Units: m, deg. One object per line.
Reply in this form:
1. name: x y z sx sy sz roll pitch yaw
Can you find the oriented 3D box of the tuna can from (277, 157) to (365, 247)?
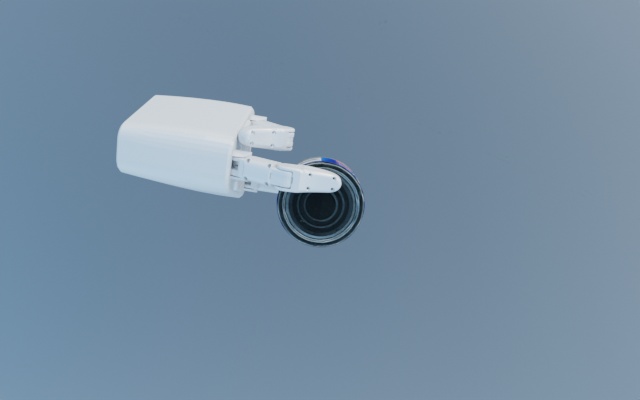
1. tuna can: 0.000 0.002 0.466 0.086 0.086 0.033 0 12 -1
